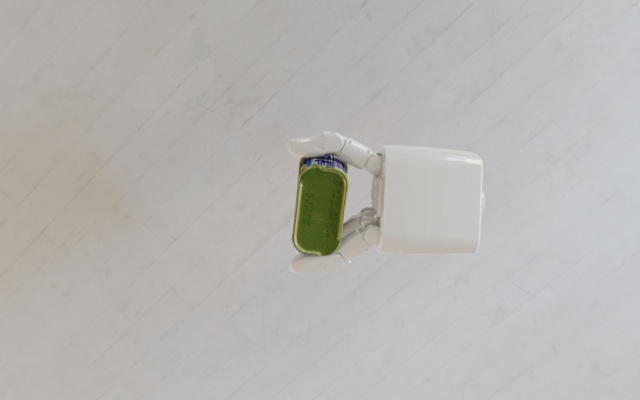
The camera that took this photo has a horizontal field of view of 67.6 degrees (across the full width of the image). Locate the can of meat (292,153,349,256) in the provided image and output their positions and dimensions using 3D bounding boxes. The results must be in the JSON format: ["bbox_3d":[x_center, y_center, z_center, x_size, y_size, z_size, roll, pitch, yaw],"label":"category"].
[{"bbox_3d":[0.000,0.002,0.525,0.057,0.102,0.084,6,15,-1],"label":"can of meat"}]
